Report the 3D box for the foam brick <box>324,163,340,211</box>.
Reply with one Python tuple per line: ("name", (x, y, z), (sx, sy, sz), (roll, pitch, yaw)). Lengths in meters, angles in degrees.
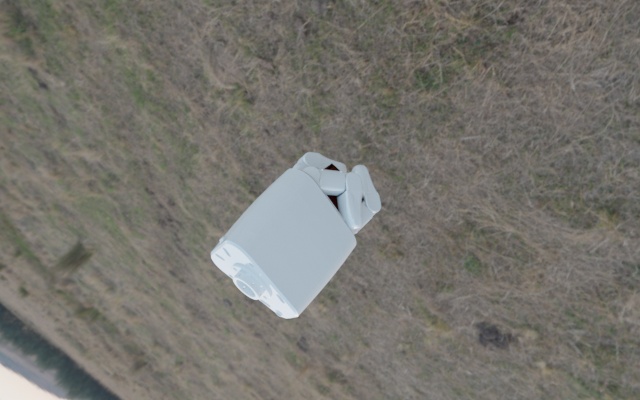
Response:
("foam brick", (0.000, 0.002, 0.557), (0.051, 0.053, 0.078), (-49, 8, -29))
